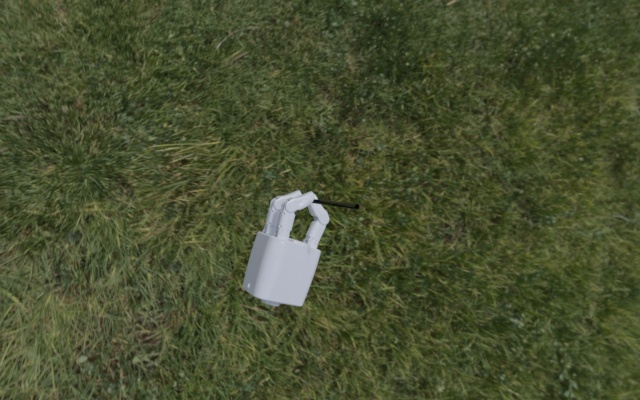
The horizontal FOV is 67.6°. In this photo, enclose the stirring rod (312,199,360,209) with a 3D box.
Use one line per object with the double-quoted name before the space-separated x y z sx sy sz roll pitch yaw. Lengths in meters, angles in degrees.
"stirring rod" 0.000 0.003 0.803 0.011 0.011 0.239 0 3 -26
